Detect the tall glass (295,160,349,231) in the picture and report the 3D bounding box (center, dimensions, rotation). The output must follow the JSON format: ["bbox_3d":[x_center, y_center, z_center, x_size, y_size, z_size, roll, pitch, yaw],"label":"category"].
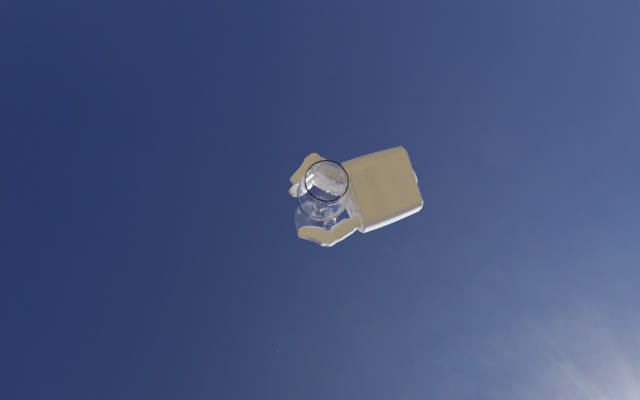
[{"bbox_3d":[0.000,0.003,0.748,0.079,0.079,0.201,0,-17,-5],"label":"tall glass"}]
